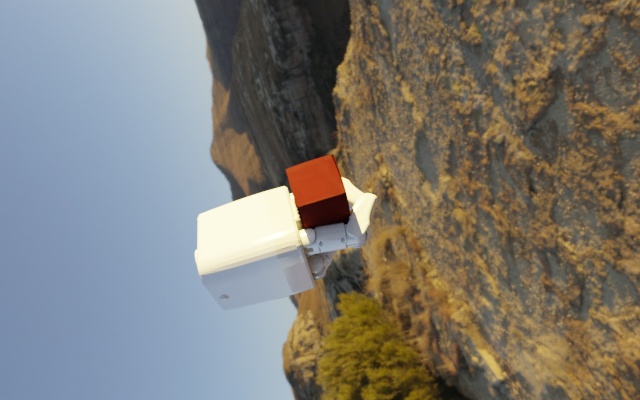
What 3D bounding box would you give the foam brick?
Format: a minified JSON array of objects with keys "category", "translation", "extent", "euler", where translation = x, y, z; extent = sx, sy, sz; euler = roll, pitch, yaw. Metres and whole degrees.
[{"category":"foam brick","translation":[0.000,0.001,0.494],"extent":[0.051,0.053,0.078],"euler":[-16,-37,-1]}]
